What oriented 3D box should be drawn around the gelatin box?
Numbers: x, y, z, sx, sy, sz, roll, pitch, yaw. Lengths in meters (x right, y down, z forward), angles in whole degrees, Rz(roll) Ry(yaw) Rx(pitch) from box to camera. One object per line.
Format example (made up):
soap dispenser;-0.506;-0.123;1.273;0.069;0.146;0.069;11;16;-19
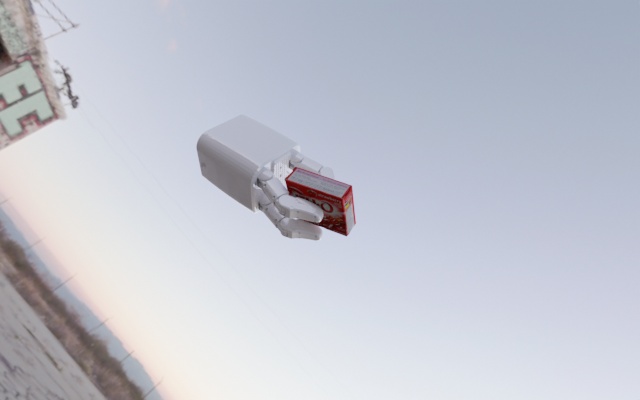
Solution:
gelatin box;0.001;0.002;0.628;0.089;0.073;0.030;19;52;25
